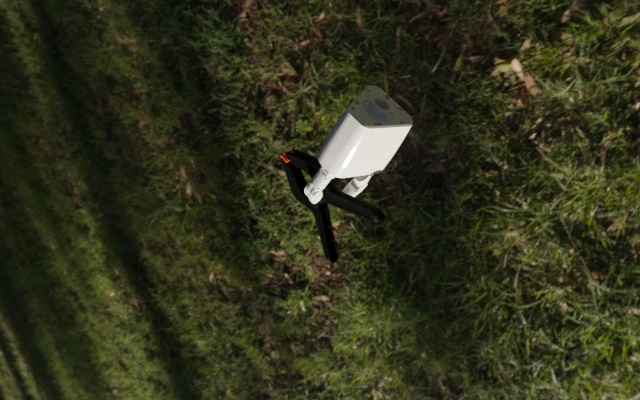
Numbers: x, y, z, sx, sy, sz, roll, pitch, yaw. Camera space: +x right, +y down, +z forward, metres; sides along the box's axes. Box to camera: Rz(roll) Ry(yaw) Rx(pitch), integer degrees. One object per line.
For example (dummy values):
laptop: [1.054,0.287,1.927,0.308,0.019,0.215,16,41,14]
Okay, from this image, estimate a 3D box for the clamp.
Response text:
clamp: [-0.001,0.002,0.827,0.036,0.210,0.165,-28,-21,-44]
